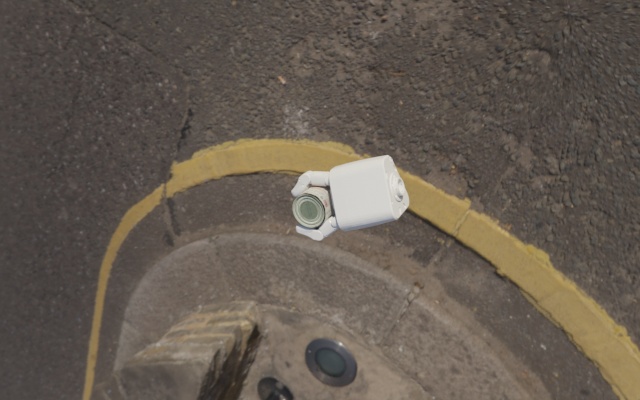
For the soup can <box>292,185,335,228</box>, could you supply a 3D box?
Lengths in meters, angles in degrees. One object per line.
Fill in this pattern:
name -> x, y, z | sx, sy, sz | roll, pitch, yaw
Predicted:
soup can -> 0.000, 0.003, 0.892 | 0.068, 0.068, 0.102 | 0, 19, 27
